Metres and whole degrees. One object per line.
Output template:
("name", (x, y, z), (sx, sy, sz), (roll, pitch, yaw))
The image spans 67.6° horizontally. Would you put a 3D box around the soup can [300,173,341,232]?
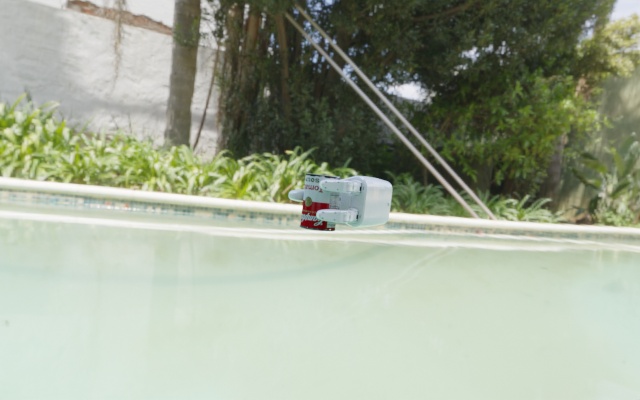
("soup can", (0.000, 0.003, 0.895), (0.068, 0.102, 0.068), (7, 4, 0))
